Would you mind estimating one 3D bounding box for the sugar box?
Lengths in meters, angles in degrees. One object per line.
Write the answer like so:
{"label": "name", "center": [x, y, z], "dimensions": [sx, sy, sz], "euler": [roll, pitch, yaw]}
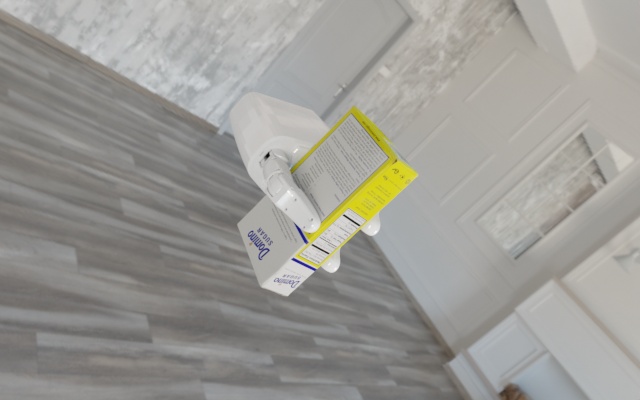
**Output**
{"label": "sugar box", "center": [0.000, 0.002, 0.468], "dimensions": [0.048, 0.176, 0.093], "euler": [30, 22, -42]}
